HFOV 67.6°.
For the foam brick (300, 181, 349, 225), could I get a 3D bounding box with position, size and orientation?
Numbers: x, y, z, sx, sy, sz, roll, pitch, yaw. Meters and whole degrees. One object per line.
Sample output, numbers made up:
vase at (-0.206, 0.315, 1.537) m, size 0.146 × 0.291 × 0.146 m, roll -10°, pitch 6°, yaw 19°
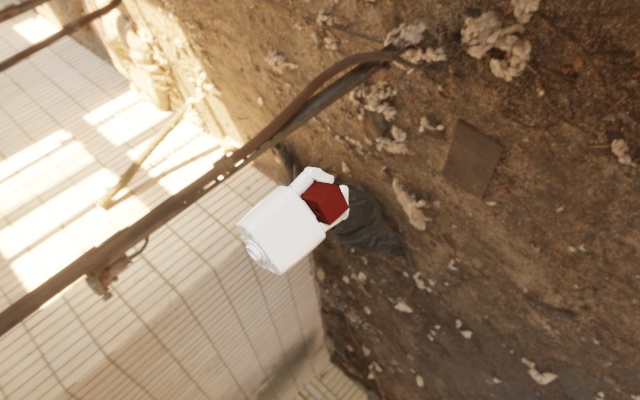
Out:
foam brick at (0.000, 0.003, 0.823) m, size 0.051 × 0.053 × 0.078 m, roll -41°, pitch 28°, yaw -25°
